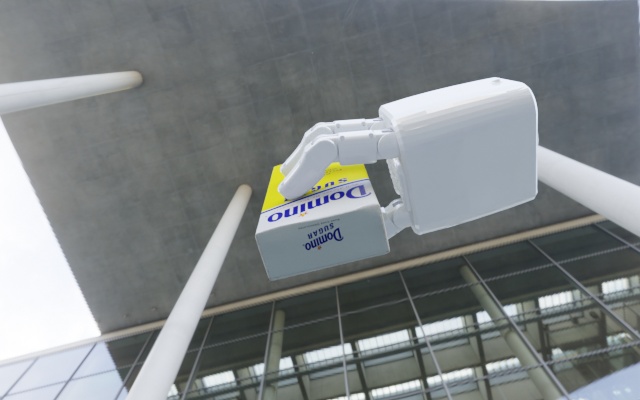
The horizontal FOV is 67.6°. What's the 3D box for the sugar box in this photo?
[{"bbox_3d":[0.000,0.001,0.419,0.093,0.048,0.176,-14,17,3],"label":"sugar box"}]
